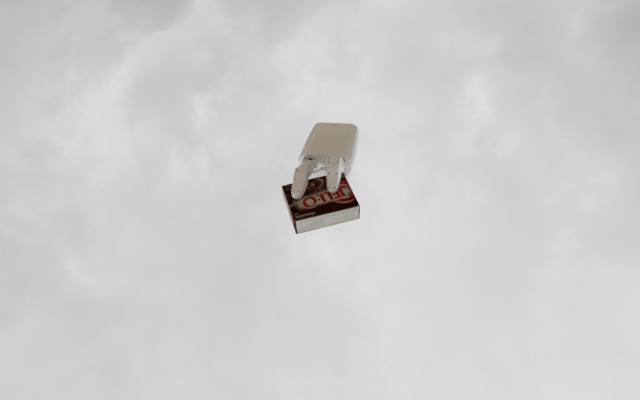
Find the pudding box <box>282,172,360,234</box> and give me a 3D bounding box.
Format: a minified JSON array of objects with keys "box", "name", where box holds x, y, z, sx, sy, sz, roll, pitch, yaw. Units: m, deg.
[{"box":[0.000,0.003,0.797,0.113,0.039,0.090,-15,43,-8],"name":"pudding box"}]
